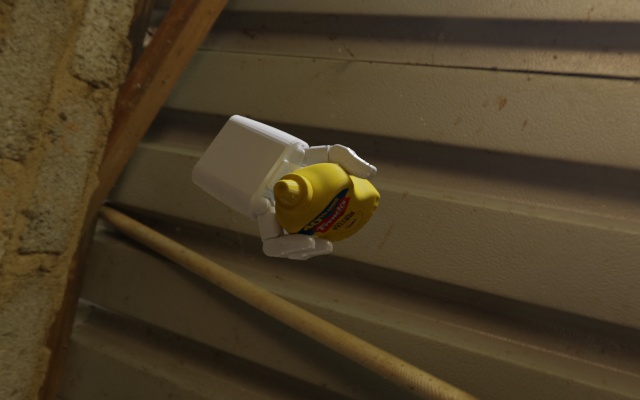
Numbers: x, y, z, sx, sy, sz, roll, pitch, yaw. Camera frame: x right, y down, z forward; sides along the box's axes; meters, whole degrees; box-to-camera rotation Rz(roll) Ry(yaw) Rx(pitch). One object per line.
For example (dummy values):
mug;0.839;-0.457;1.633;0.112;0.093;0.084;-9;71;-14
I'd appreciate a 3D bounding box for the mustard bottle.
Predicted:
mustard bottle;0.000;0.002;0.561;0.096;0.058;0.192;-42;-23;13
